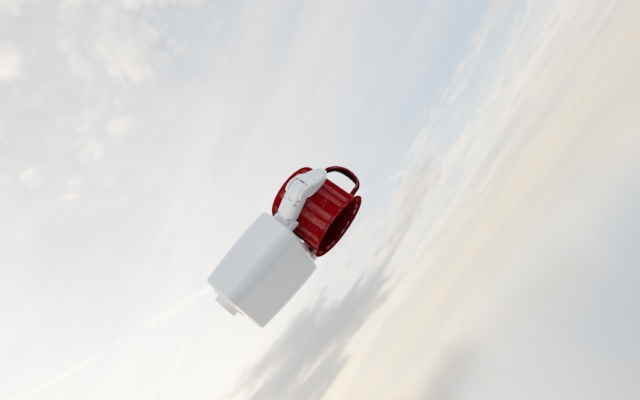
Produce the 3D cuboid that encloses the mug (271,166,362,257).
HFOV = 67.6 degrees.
[{"bbox_3d":[0.001,0.001,0.606,0.081,0.117,0.093,36,-17,17],"label":"mug"}]
